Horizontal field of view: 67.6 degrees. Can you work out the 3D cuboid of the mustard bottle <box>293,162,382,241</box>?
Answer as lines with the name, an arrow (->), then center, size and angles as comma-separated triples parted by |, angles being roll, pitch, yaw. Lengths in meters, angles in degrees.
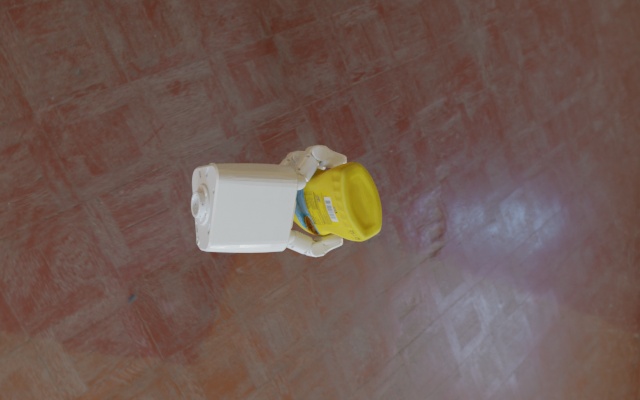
mustard bottle -> 0.001, 0.002, 0.656 | 0.058, 0.096, 0.191 | -27, 14, -30
